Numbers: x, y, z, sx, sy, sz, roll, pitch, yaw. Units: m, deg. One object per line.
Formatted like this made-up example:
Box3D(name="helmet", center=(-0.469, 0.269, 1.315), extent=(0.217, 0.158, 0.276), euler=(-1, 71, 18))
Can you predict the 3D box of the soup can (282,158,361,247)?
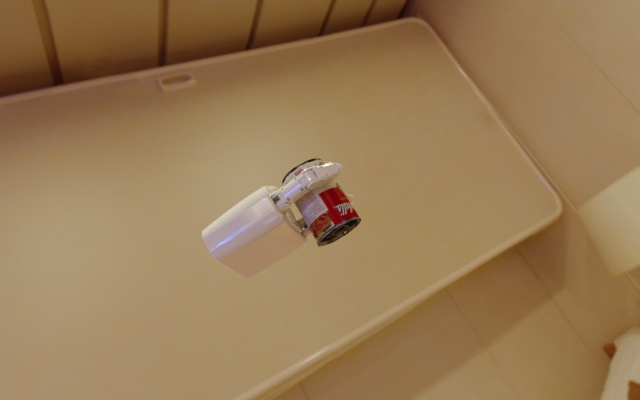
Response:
Box3D(name="soup can", center=(0.000, 0.002, 0.651), extent=(0.068, 0.102, 0.068), euler=(-29, -17, -10))
